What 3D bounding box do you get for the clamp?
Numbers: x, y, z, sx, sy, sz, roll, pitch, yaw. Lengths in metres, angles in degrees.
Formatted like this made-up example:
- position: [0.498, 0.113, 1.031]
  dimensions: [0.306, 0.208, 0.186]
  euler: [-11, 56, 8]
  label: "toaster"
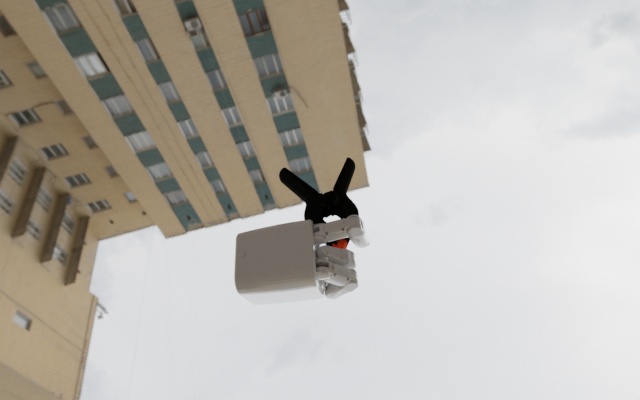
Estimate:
- position: [0.000, 0.003, 0.706]
  dimensions: [0.120, 0.171, 0.039]
  euler: [-7, -43, 2]
  label: "clamp"
